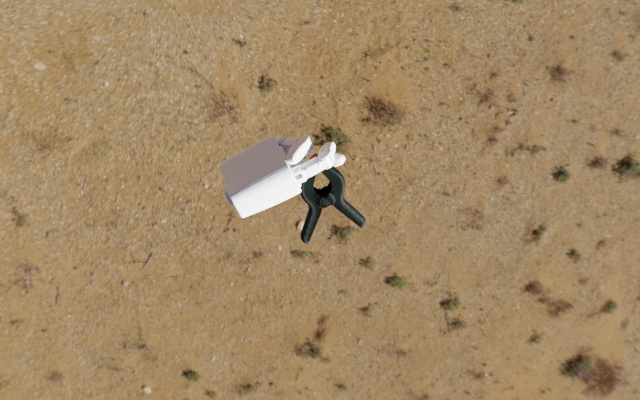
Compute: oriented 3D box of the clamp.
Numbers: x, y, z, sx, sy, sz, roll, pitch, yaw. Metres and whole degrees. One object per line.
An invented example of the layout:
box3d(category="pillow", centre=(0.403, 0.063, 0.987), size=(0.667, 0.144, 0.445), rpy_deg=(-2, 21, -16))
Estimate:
box3d(category="clamp", centre=(0.000, 0.003, 0.827), size=(0.120, 0.171, 0.039), rpy_deg=(-26, 31, -2))
